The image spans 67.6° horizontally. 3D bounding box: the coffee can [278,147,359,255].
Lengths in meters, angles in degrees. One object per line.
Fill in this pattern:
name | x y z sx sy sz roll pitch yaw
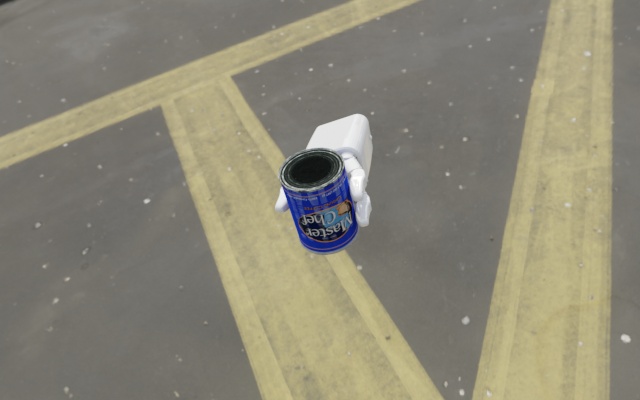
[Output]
coffee can | 0.000 0.003 0.756 0.103 0.140 0.102 -9 42 8
